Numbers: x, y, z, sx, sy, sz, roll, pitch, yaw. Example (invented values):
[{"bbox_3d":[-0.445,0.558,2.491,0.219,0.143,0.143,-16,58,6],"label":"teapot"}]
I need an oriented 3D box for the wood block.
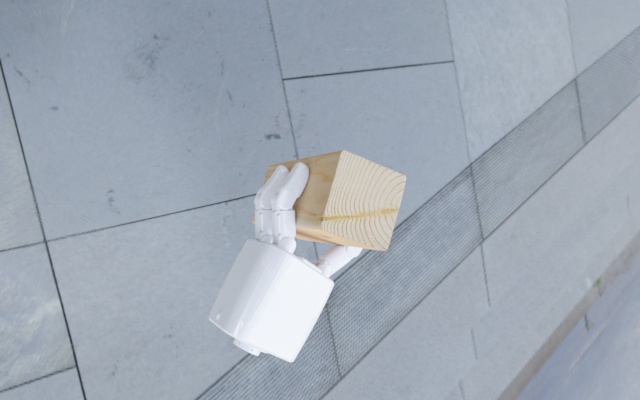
[{"bbox_3d":[0.000,0.002,0.599,0.091,0.090,0.206,20,-10,-27],"label":"wood block"}]
